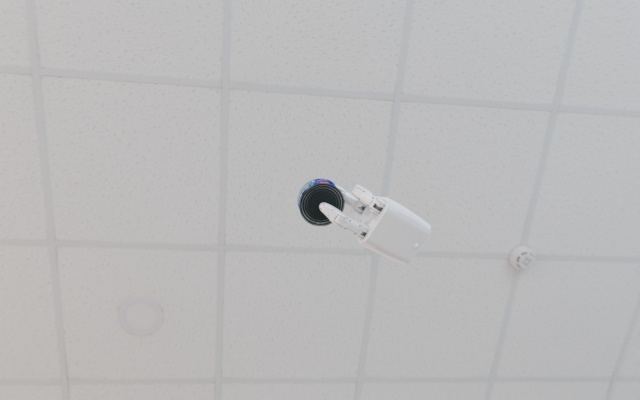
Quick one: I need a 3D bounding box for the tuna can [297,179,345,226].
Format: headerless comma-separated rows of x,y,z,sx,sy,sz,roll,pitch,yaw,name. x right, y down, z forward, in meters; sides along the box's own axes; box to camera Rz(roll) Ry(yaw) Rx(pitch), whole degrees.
0.000,0.003,0.896,0.086,0.086,0.033,0,21,-12,tuna can
